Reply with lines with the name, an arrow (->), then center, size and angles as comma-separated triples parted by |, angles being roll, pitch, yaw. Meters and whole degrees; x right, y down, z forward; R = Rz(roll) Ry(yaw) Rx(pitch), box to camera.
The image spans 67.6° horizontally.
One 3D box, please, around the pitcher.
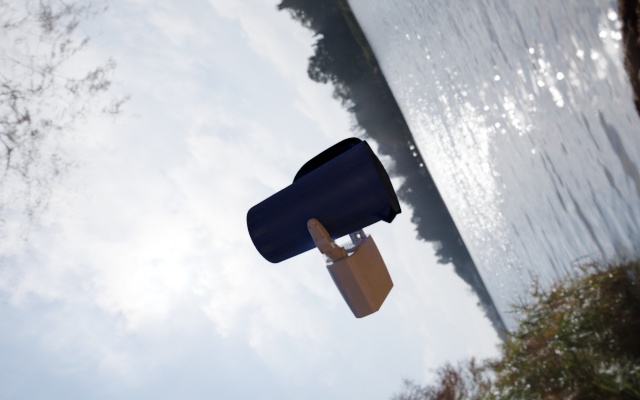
pitcher -> 0.000, 0.003, 0.800 | 0.243, 0.145, 0.149 | -26, 8, 13
